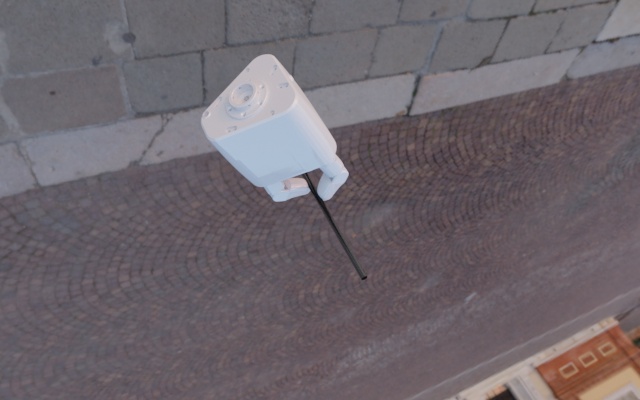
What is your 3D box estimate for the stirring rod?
[{"bbox_3d":[0.000,0.002,0.618,0.011,0.239,0.011,-21,-33,-14],"label":"stirring rod"}]
